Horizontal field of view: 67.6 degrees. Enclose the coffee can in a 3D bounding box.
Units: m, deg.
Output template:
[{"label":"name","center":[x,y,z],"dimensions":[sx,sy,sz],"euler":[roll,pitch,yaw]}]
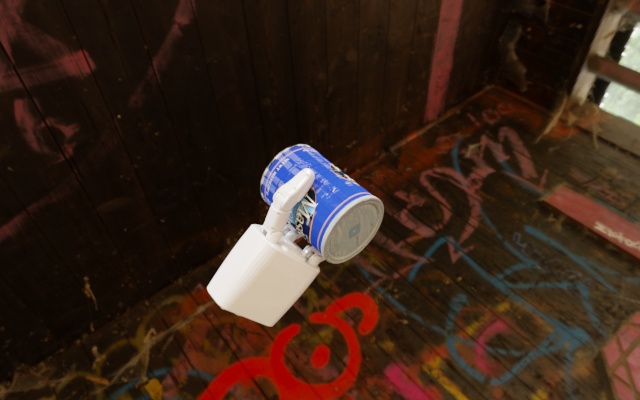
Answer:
[{"label":"coffee can","center":[0.000,0.002,0.644],"dimensions":[0.103,0.103,0.140],"euler":[0,33,-49]}]
